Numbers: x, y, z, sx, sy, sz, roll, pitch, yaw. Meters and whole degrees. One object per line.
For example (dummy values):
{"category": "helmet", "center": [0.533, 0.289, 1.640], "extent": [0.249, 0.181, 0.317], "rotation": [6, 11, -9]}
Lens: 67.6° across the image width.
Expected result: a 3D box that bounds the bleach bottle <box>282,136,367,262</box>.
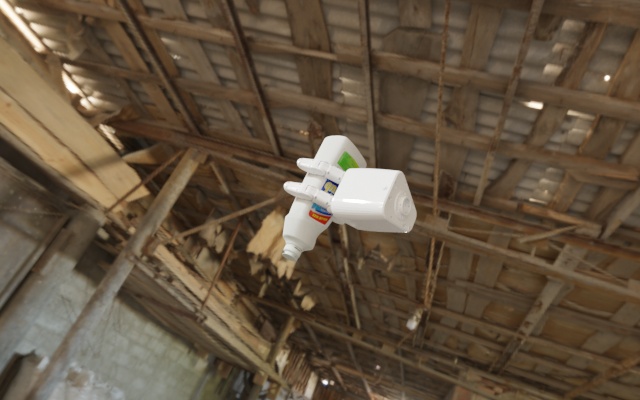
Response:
{"category": "bleach bottle", "center": [0.000, 0.003, 0.891], "extent": [0.068, 0.250, 0.103], "rotation": [3, -33, 40]}
